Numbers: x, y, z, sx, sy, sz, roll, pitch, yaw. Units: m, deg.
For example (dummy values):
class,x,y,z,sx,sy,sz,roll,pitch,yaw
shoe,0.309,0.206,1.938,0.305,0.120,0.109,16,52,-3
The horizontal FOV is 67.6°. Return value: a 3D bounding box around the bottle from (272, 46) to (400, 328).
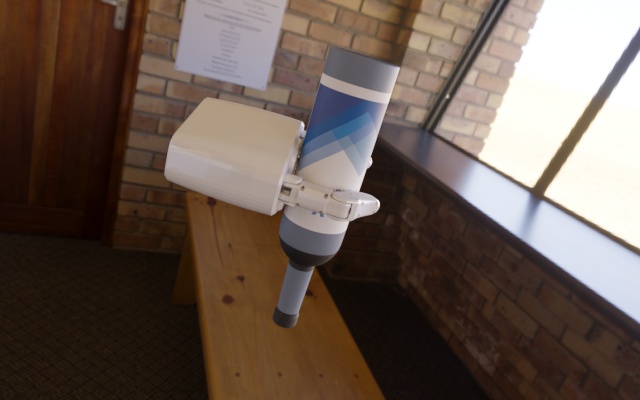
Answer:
class,x,y,z,sx,sy,sz,roll,pitch,yaw
bottle,0.000,0.001,0.483,0.069,0.296,0.069,15,20,-5
